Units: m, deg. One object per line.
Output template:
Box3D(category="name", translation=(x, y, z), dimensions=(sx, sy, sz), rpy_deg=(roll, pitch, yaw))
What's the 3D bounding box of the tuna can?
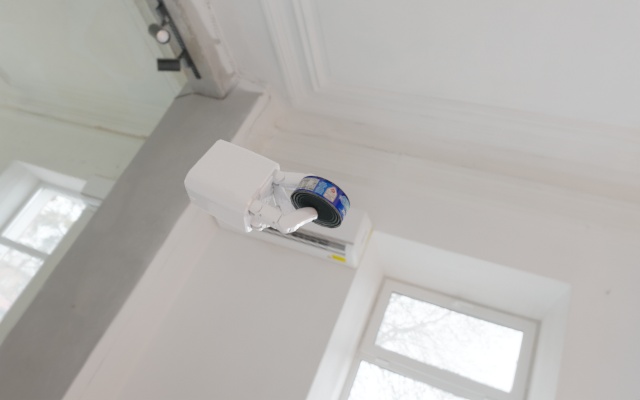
Box3D(category="tuna can", translation=(0.000, 0.002, 0.710), dimensions=(0.086, 0.033, 0.086), rpy_deg=(24, -28, 14))
